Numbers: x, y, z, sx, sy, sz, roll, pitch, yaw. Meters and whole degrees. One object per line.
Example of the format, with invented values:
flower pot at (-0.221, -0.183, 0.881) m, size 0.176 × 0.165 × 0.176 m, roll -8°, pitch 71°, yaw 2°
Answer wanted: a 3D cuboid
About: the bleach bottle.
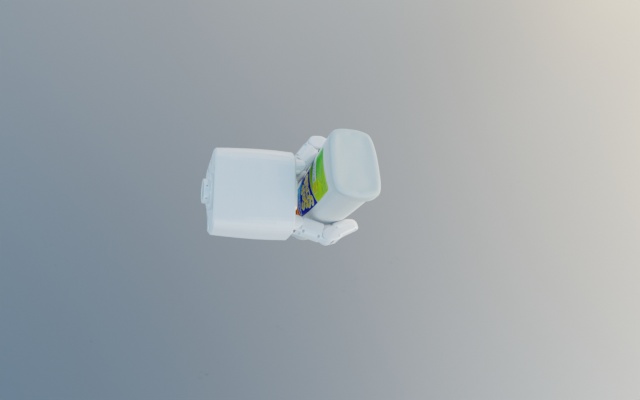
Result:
bleach bottle at (0.000, 0.002, 0.694) m, size 0.068 × 0.102 × 0.251 m, roll 5°, pitch -27°, yaw -20°
